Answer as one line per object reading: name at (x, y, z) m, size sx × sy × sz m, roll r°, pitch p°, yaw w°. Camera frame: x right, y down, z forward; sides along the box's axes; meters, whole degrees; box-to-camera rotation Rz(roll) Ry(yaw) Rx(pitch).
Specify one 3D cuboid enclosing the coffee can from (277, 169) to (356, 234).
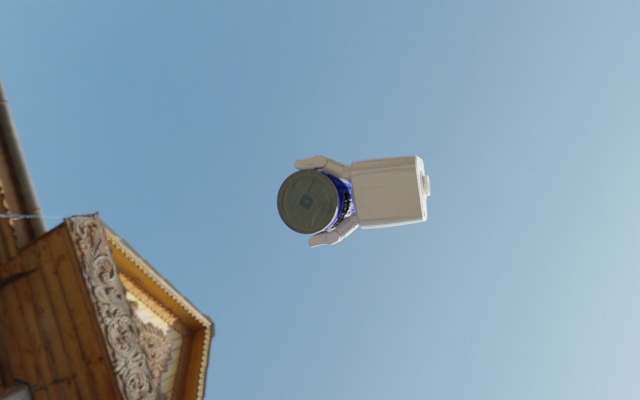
coffee can at (0.000, 0.003, 0.816) m, size 0.103 × 0.103 × 0.140 m, roll 0°, pitch 0°, yaw 19°
